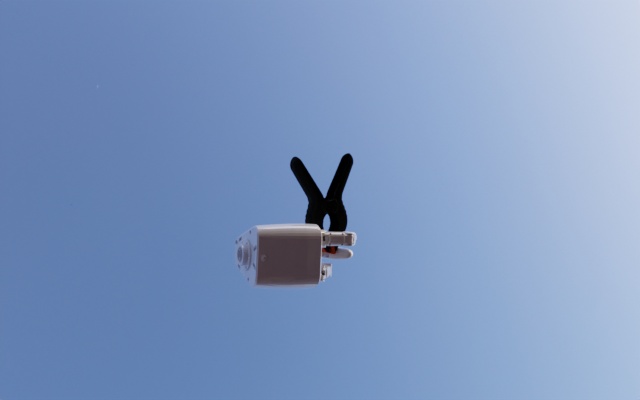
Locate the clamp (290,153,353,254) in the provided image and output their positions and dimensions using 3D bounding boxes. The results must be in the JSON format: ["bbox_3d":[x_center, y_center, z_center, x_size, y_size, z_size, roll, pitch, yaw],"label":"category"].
[{"bbox_3d":[0.000,0.003,0.786,0.120,0.171,0.039,3,-2,-29],"label":"clamp"}]
